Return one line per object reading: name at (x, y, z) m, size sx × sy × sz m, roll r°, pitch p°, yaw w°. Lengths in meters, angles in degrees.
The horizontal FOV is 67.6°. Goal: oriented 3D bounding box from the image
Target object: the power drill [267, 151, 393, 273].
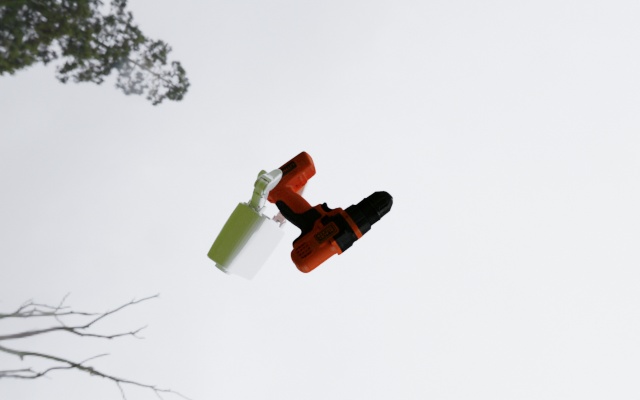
power drill at (0.000, 0.002, 0.775) m, size 0.184 × 0.187 × 0.057 m, roll -35°, pitch -37°, yaw -6°
